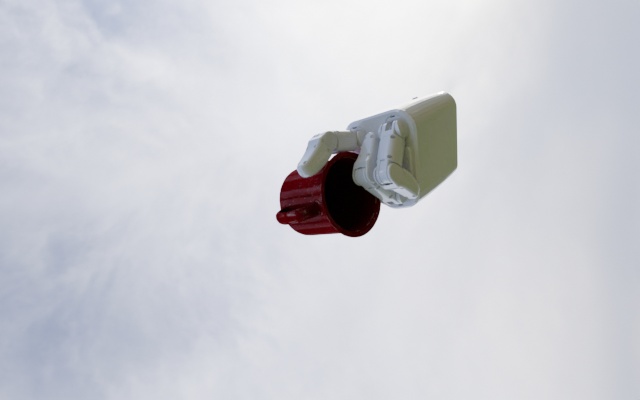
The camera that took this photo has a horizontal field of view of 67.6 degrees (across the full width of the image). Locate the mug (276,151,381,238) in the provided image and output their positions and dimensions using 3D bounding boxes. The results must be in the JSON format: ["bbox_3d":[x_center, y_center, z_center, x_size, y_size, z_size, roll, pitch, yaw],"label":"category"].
[{"bbox_3d":[-0.001,0.002,0.531,0.081,0.093,0.117,-9,15,47],"label":"mug"}]
